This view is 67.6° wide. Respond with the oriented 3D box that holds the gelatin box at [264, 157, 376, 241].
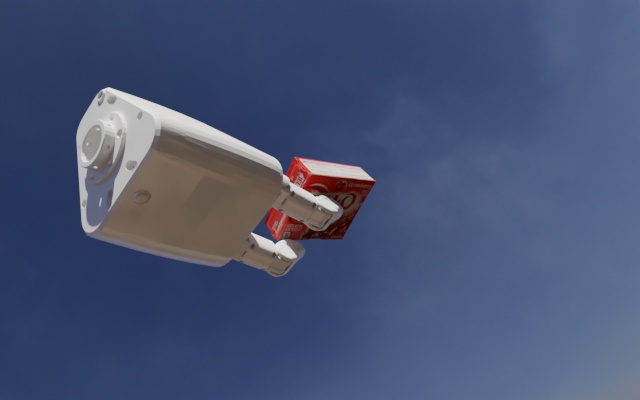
[{"bbox_3d":[0.000,0.001,0.451,0.089,0.073,0.030,4,33,-44],"label":"gelatin box"}]
